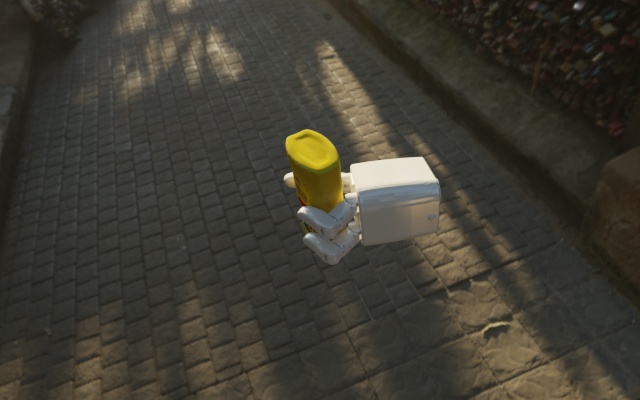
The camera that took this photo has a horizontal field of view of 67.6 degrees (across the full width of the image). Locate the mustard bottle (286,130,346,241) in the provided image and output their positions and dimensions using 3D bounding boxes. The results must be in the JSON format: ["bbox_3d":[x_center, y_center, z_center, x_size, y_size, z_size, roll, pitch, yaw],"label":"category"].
[{"bbox_3d":[0.000,0.002,0.666,0.058,0.192,0.096,-26,46,-16],"label":"mustard bottle"}]
